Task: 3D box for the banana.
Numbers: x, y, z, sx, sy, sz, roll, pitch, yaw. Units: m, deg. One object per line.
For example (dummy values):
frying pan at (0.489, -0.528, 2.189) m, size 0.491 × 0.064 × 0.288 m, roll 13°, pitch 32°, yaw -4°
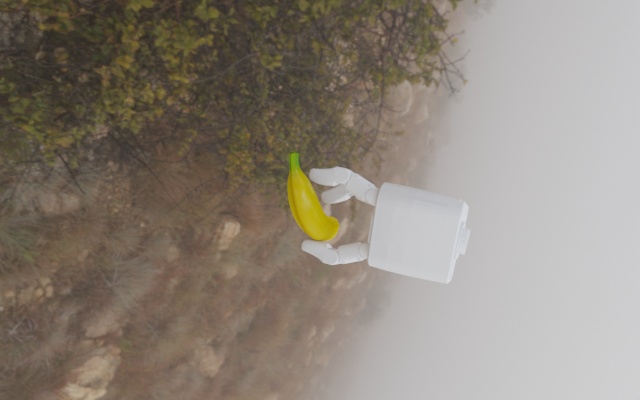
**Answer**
banana at (-0.006, 0.017, 0.645) m, size 0.037 × 0.069 × 0.198 m, roll 7°, pitch -27°, yaw 20°
